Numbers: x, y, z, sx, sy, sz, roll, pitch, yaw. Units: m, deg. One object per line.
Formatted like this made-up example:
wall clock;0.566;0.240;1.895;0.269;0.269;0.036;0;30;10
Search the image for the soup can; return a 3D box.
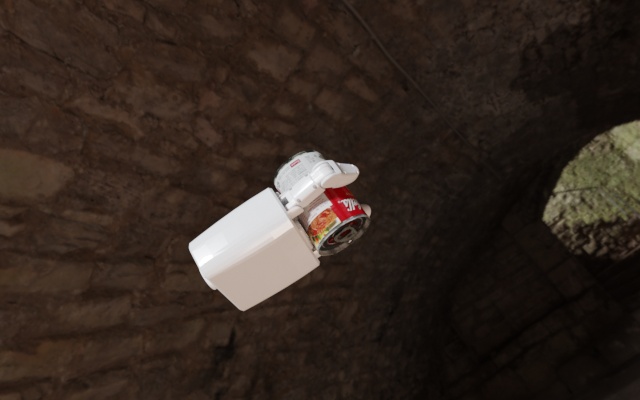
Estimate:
soup can;0.000;0.001;0.537;0.068;0.102;0.068;-28;-25;-15
